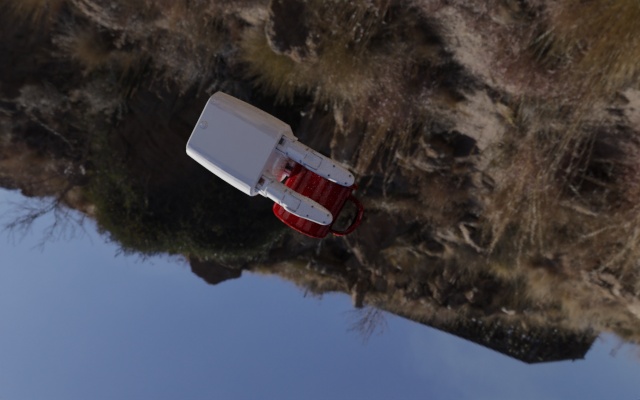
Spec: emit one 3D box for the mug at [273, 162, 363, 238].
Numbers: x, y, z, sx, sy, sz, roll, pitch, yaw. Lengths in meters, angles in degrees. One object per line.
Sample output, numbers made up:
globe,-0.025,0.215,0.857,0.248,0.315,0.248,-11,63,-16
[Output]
mug,0.001,0.003,0.625,0.117,0.081,0.093,31,10,12
